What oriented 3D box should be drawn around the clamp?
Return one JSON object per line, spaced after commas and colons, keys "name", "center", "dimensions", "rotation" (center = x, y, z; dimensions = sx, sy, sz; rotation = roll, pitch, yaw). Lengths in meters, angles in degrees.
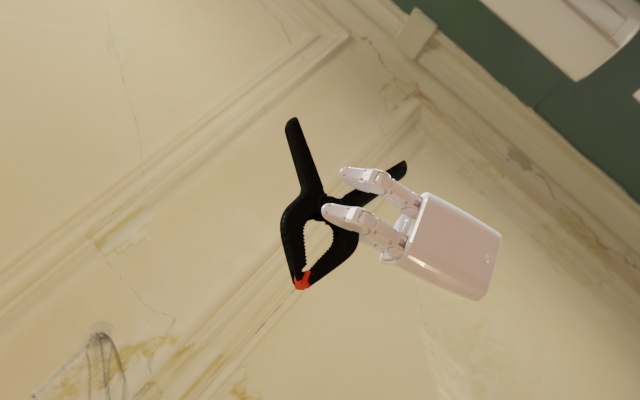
{"name": "clamp", "center": [0.000, 0.003, 0.572], "dimensions": [0.164, 0.210, 0.036], "rotation": [27, -25, -1]}
